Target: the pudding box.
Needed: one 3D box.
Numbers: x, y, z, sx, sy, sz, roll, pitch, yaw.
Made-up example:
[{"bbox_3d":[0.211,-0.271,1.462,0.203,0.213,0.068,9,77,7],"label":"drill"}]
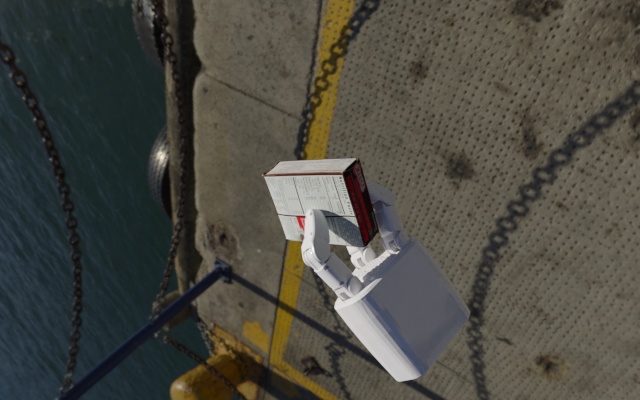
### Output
[{"bbox_3d":[0.000,0.002,0.520,0.113,0.090,0.039,1,29,35],"label":"pudding box"}]
